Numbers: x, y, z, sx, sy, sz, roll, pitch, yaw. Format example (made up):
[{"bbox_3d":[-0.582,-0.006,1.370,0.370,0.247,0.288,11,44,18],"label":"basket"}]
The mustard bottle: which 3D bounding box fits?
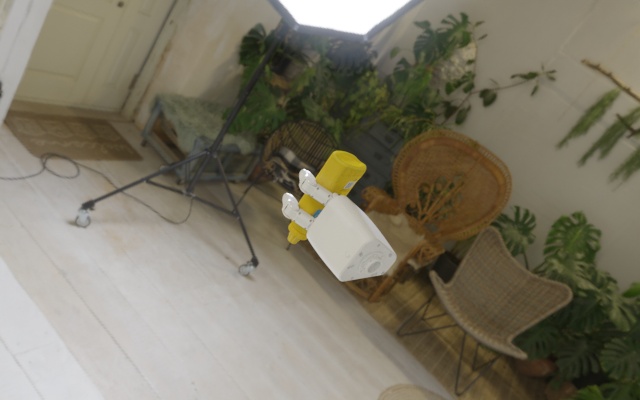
[{"bbox_3d":[0.000,0.002,0.850,0.058,0.192,0.096,42,20,17],"label":"mustard bottle"}]
